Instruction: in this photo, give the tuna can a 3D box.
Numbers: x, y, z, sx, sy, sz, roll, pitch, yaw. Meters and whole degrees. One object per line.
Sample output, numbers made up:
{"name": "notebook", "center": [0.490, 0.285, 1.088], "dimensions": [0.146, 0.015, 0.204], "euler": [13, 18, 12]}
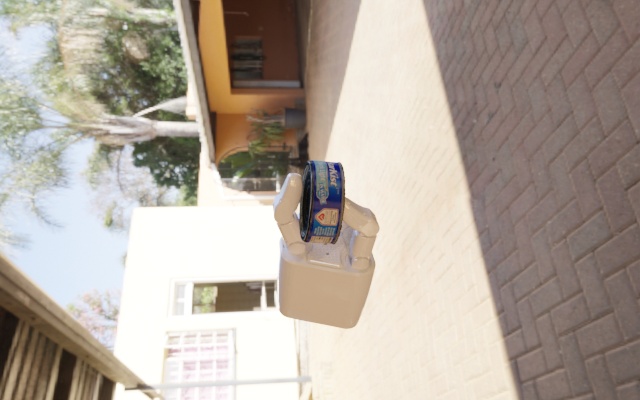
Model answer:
{"name": "tuna can", "center": [0.000, 0.002, 0.492], "dimensions": [0.034, 0.086, 0.086], "euler": [4, -1, -10]}
